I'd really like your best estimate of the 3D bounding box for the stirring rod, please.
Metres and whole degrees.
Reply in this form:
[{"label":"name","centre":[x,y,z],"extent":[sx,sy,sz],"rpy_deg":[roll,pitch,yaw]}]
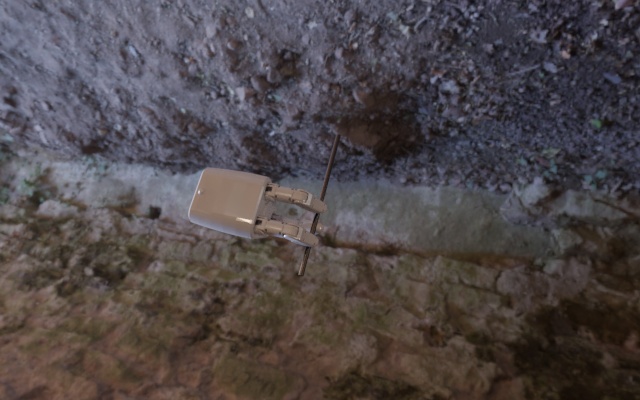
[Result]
[{"label":"stirring rod","centre":[0.000,0.002,0.757],"extent":[0.011,0.239,0.011],"rpy_deg":[14,-17,4]}]
